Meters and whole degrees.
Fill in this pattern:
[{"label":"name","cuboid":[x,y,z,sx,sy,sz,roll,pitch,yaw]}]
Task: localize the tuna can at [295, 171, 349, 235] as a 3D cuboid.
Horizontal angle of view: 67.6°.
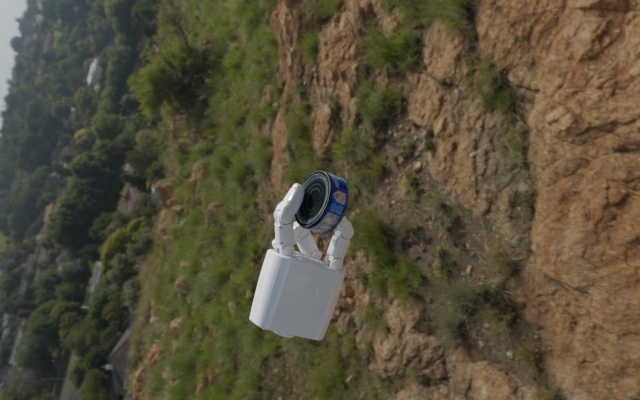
[{"label":"tuna can","cuboid":[0.000,0.002,0.670,0.034,0.086,0.086,21,-12,-33]}]
